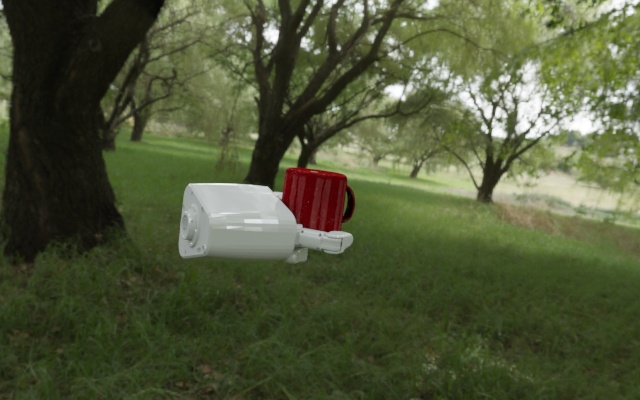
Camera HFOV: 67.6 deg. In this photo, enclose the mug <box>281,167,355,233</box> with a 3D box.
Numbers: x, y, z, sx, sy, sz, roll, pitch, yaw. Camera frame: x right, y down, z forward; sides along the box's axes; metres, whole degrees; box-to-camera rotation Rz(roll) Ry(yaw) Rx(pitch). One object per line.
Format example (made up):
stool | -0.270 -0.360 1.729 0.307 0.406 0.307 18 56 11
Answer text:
mug | 0.001 0.002 0.631 0.117 0.081 0.093 3 8 -36
